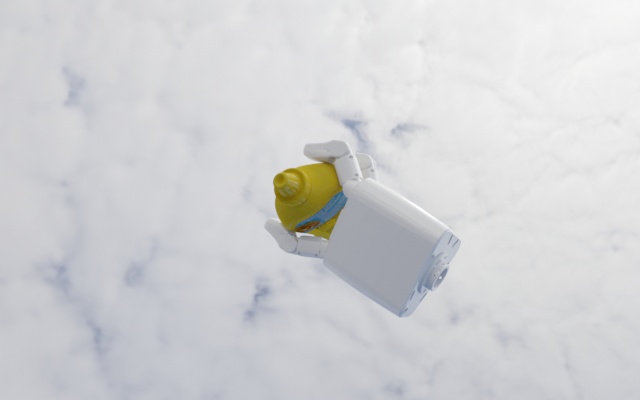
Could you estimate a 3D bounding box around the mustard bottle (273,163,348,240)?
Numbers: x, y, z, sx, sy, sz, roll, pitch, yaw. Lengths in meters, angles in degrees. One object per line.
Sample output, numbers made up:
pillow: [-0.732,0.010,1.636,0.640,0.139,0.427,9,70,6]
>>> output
mustard bottle: [0.000,0.002,0.573,0.096,0.058,0.192,-37,-26,14]
